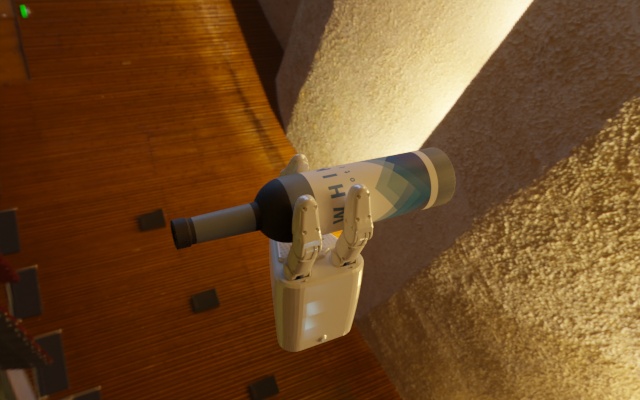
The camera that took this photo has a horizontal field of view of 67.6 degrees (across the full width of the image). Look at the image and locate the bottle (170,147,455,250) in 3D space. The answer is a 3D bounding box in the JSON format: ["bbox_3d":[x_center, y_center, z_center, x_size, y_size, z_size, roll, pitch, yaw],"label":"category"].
[{"bbox_3d":[0.000,0.001,0.486,0.295,0.069,0.069,-13,5,-23],"label":"bottle"}]
